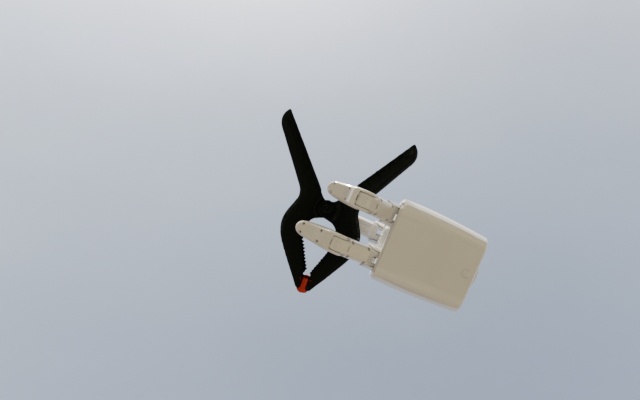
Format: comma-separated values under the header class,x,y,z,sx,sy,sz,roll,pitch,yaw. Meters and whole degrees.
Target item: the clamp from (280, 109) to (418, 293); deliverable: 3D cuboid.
class,x,y,z,sx,sy,sz,roll,pitch,yaw
clamp,0.000,0.002,0.564,0.164,0.210,0.036,24,1,6
